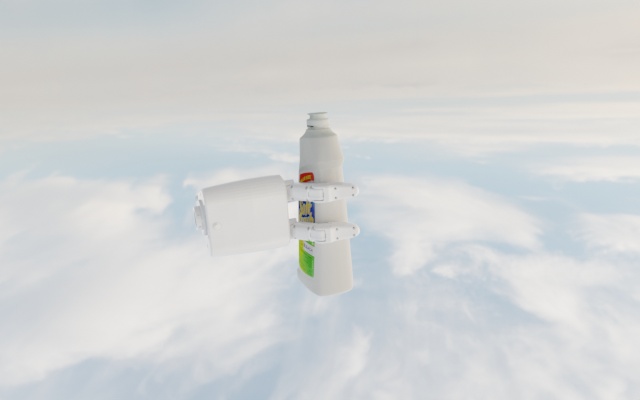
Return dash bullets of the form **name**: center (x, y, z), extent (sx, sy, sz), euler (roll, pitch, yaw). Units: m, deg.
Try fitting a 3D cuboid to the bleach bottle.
- **bleach bottle**: center (0.000, 0.002, 0.677), extent (0.068, 0.251, 0.102), euler (-9, 16, -20)
